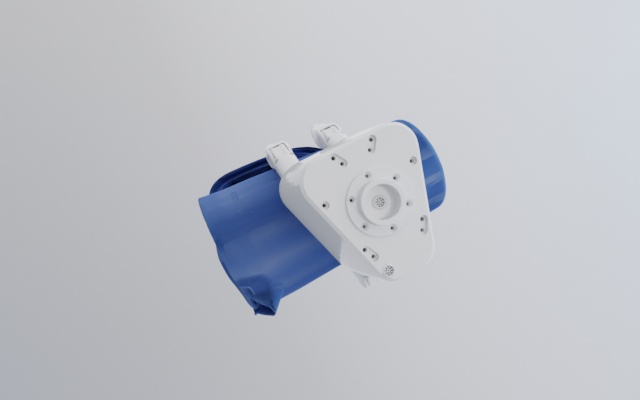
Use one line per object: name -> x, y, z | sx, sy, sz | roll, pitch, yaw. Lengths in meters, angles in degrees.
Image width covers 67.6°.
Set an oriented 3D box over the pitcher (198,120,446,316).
pitcher -> 0.000, 0.002, 0.515 | 0.243, 0.149, 0.145 | -26, 3, -10
